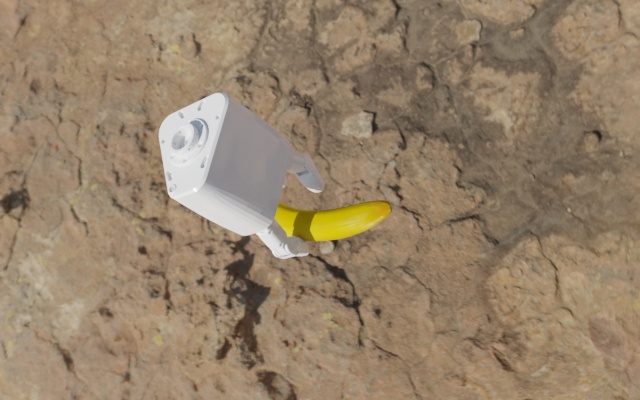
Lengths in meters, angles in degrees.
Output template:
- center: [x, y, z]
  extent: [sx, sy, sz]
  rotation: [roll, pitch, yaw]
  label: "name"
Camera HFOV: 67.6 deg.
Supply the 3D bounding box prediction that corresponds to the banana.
- center: [-0.009, 0.018, 0.587]
  extent: [0.198, 0.069, 0.037]
  rotation: [10, -20, 37]
  label: "banana"
